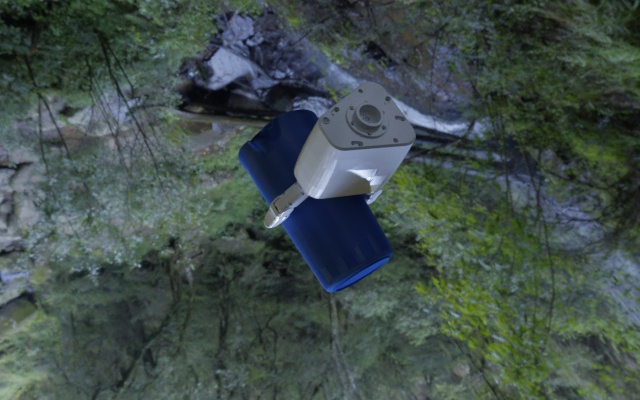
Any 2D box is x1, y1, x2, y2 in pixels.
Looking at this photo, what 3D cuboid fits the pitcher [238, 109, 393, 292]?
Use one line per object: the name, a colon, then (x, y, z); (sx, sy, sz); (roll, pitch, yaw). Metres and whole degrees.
pitcher: (0.000, 0.002, 0.686); (0.149, 0.242, 0.145); (-23, -18, -28)
